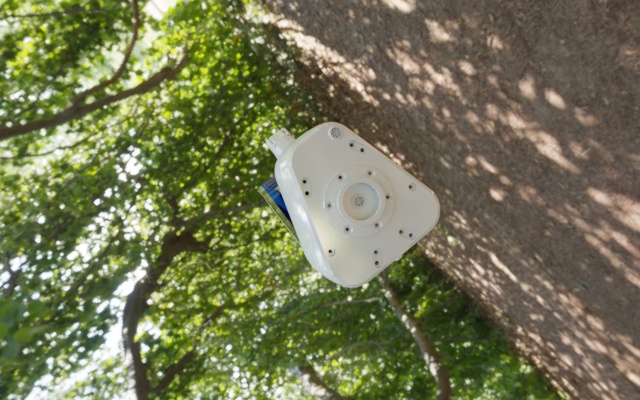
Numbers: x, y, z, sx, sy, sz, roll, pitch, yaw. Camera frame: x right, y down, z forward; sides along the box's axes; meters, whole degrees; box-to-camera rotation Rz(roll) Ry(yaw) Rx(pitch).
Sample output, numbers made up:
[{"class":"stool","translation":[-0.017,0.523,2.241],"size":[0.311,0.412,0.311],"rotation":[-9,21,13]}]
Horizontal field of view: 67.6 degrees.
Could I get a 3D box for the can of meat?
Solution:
[{"class":"can of meat","translation":[0.000,0.002,0.471],"size":[0.084,0.102,0.057],"rotation":[-38,9,-6]}]
